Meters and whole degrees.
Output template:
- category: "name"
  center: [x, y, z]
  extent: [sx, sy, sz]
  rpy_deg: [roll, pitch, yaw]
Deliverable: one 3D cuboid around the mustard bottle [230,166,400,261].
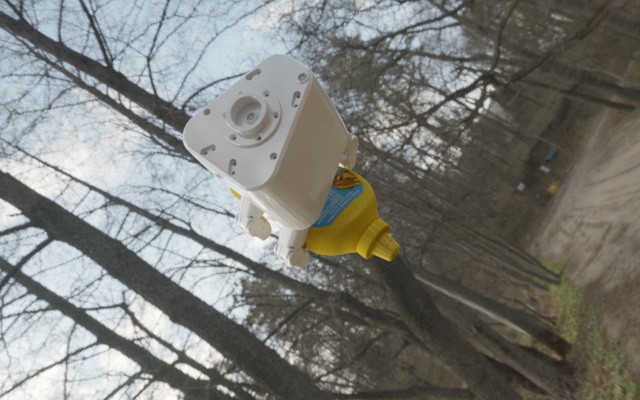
- category: "mustard bottle"
  center: [0.000, 0.002, 0.500]
  extent: [0.191, 0.096, 0.058]
  rpy_deg: [34, -29, 23]
